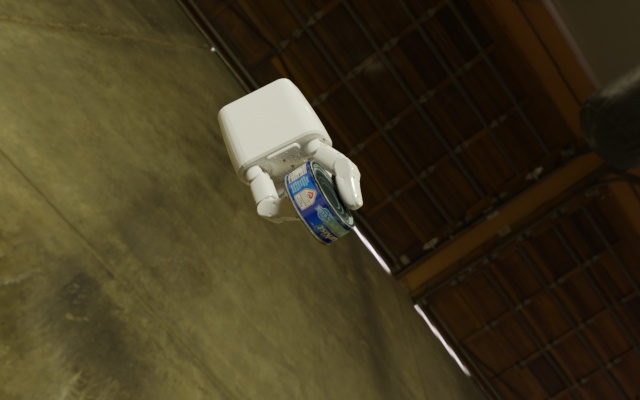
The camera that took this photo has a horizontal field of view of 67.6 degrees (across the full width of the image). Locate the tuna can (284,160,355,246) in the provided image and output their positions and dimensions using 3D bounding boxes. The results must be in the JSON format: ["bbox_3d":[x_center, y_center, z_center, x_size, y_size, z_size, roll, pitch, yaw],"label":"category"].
[{"bbox_3d":[0.001,0.001,0.497,0.034,0.086,0.086,-32,-8,13],"label":"tuna can"}]
